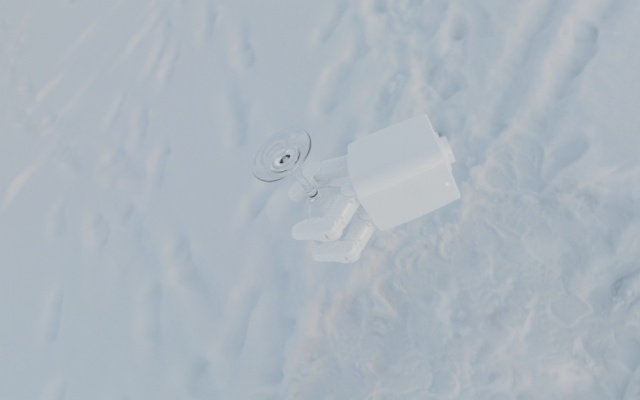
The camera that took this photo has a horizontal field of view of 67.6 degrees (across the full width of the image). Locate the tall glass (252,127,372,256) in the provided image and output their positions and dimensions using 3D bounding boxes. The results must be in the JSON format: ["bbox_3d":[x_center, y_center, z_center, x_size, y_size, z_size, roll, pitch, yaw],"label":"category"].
[{"bbox_3d":[0.000,0.002,0.591,0.079,0.079,0.201,0,-32,31],"label":"tall glass"}]
